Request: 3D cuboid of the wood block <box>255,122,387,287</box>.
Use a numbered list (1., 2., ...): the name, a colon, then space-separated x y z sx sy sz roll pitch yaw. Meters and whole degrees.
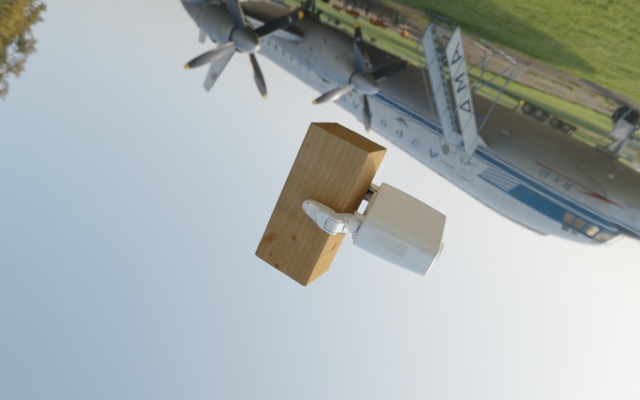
1. wood block: 0.000 0.003 0.668 0.090 0.206 0.091 30 19 17
